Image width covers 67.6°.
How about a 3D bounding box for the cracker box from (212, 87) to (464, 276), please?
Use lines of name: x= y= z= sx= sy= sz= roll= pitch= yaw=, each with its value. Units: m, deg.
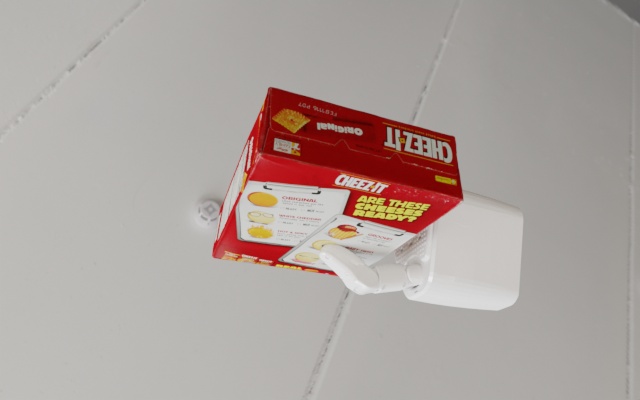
cracker box: x=0.000 y=0.002 z=0.445 sx=0.164 sy=0.072 sz=0.214 roll=11 pitch=-29 yaw=-17
